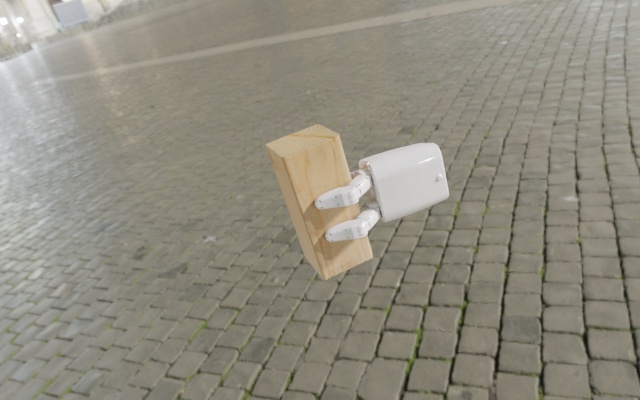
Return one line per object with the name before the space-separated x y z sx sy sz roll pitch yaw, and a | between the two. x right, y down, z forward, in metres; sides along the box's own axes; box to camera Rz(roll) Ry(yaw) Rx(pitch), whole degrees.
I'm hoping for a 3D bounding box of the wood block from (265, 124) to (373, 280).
wood block | 0.000 0.002 0.724 0.090 0.206 0.090 -23 25 -12
